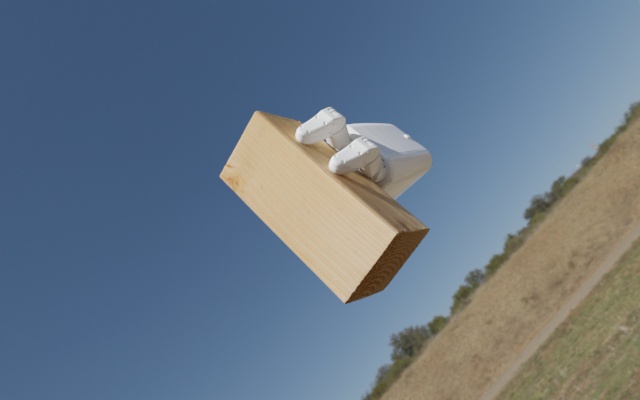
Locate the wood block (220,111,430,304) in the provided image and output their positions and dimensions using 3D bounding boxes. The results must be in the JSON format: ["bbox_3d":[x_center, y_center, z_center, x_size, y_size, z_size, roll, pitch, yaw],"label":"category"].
[{"bbox_3d":[0.000,0.002,0.516,0.206,0.091,0.090,42,21,25],"label":"wood block"}]
